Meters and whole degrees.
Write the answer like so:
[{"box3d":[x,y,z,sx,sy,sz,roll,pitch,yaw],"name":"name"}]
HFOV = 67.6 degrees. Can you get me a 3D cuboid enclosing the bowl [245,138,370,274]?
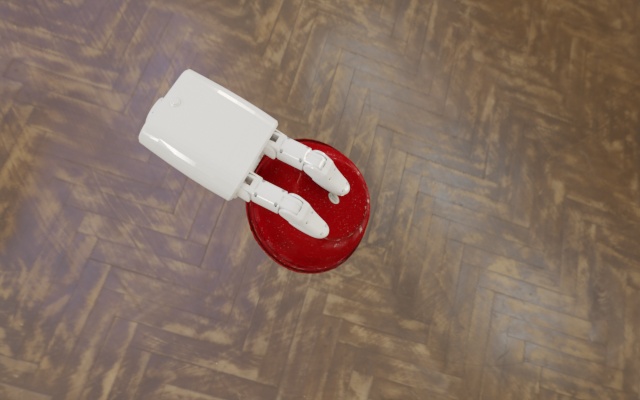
[{"box3d":[0.001,0.002,0.543,0.162,0.162,0.055,0,-8,-29],"name":"bowl"}]
